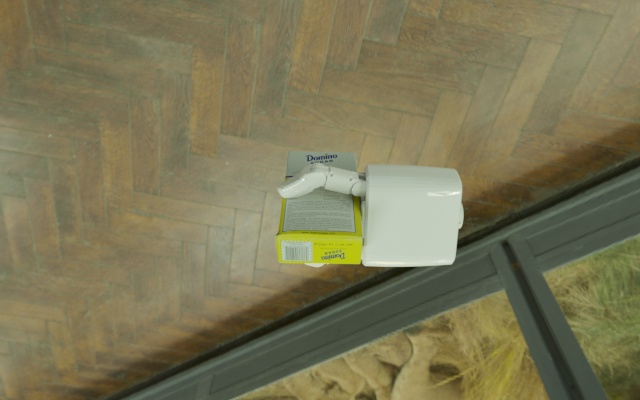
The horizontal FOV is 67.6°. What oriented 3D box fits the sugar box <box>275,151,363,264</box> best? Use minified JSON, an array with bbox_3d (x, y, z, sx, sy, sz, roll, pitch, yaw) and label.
[{"bbox_3d":[0.000,0.002,0.579,0.093,0.048,0.176,2,34,1],"label":"sugar box"}]
